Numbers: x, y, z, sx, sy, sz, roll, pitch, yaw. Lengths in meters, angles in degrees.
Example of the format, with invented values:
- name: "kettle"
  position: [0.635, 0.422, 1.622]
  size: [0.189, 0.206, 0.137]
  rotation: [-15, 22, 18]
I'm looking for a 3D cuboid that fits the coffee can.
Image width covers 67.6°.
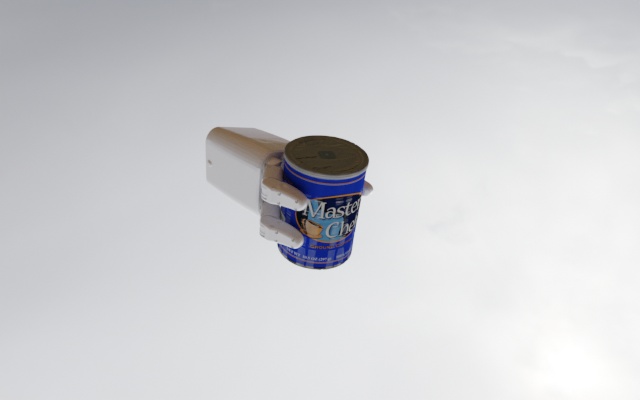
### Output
- name: "coffee can"
  position: [0.000, 0.002, 0.608]
  size: [0.103, 0.140, 0.102]
  rotation: [5, 32, -3]
